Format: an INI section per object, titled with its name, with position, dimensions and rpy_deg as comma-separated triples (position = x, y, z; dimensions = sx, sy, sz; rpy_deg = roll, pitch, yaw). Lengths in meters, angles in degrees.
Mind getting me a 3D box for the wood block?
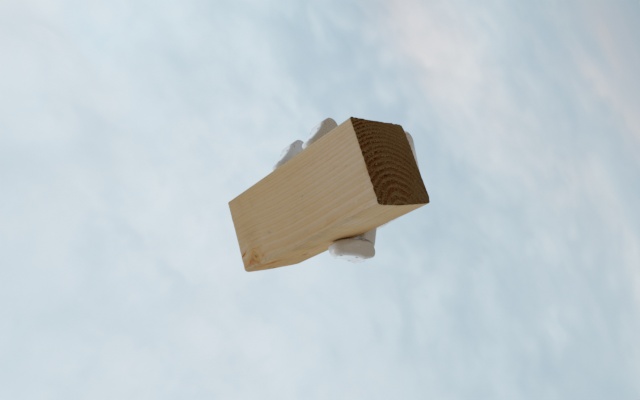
[wood block]
position = 0.000, 0.002, 0.522
dimensions = 0.090, 0.090, 0.206
rpy_deg = -2, -22, -47
